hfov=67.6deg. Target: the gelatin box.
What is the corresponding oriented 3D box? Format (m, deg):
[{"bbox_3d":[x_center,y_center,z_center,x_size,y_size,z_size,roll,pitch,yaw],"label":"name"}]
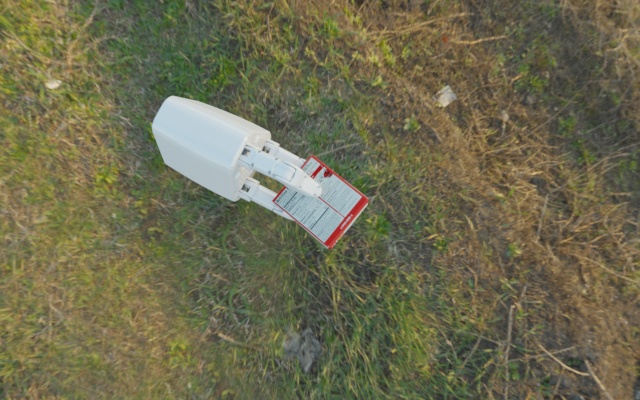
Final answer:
[{"bbox_3d":[0.000,0.002,0.560,0.089,0.073,0.030,39,-5,11],"label":"gelatin box"}]
